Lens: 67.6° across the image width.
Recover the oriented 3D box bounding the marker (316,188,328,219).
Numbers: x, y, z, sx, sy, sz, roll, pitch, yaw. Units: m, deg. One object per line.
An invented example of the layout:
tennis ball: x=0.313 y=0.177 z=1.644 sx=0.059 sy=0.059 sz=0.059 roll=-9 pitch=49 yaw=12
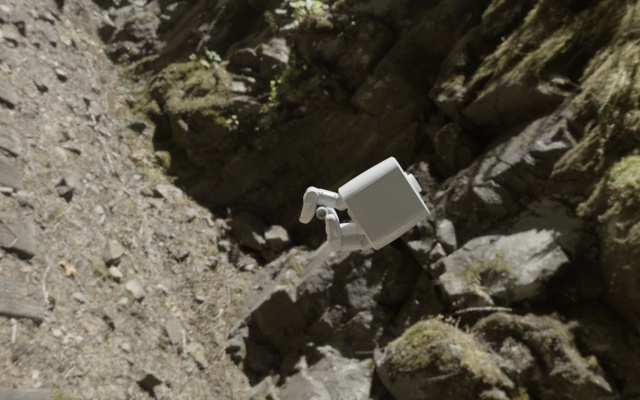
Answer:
marker: x=0.000 y=0.003 z=0.819 sx=0.020 sy=0.020 sz=0.121 roll=0 pitch=18 yaw=-3
